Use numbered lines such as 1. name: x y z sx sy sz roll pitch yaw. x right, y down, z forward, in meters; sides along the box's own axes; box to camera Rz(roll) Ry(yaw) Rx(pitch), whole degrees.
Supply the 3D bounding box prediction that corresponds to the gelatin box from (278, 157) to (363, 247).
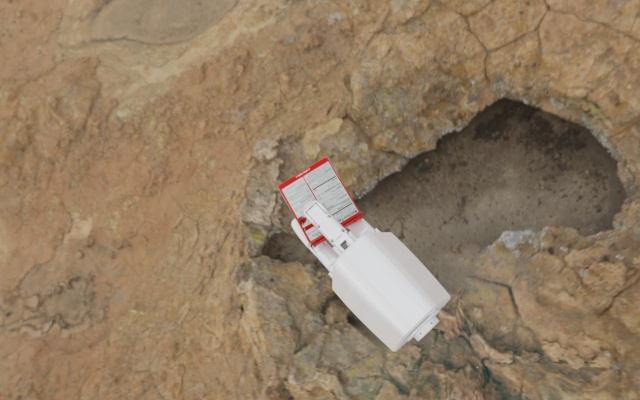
1. gelatin box: 0.000 0.002 0.595 0.073 0.089 0.030 -31 -16 3
